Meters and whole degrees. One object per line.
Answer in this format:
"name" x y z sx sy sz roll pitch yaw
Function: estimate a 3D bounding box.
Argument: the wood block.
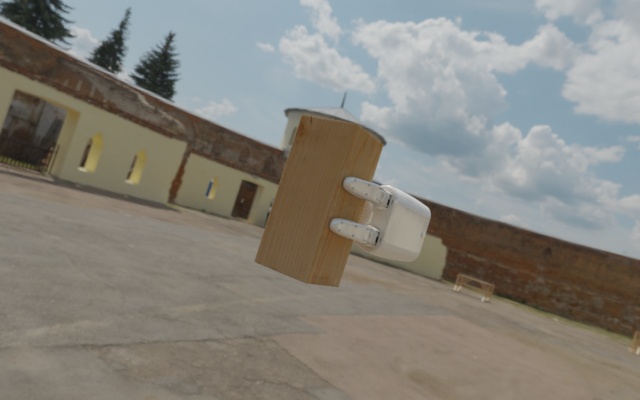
"wood block" 0.000 0.002 0.644 0.091 0.206 0.090 16 -3 33
